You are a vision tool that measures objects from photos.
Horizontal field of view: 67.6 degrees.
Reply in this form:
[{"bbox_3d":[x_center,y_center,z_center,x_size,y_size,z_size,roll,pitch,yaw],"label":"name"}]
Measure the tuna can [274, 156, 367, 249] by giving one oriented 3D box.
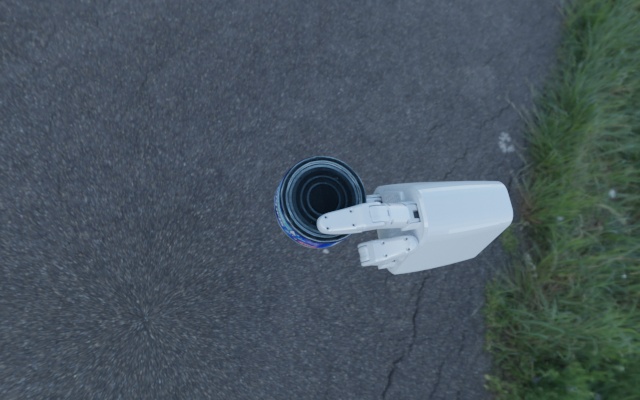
[{"bbox_3d":[0.000,0.001,0.456,0.086,0.086,0.034,0,-12,-14],"label":"tuna can"}]
